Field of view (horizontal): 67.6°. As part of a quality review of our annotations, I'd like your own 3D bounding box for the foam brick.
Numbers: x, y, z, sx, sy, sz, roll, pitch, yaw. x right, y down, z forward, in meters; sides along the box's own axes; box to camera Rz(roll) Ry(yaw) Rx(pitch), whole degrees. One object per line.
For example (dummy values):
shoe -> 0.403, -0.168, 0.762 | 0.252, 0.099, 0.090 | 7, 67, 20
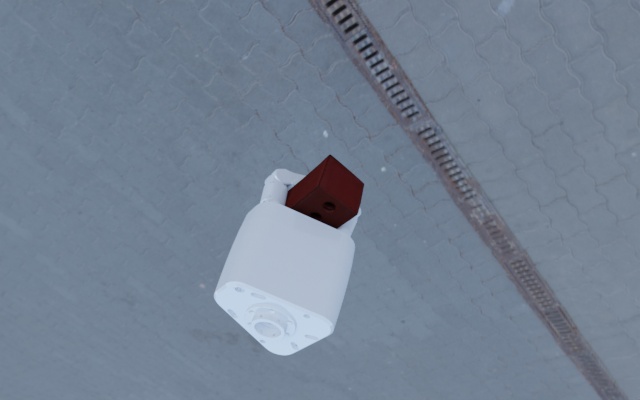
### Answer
foam brick -> 0.000, 0.001, 0.507 | 0.053, 0.051, 0.078 | 37, -50, -17
